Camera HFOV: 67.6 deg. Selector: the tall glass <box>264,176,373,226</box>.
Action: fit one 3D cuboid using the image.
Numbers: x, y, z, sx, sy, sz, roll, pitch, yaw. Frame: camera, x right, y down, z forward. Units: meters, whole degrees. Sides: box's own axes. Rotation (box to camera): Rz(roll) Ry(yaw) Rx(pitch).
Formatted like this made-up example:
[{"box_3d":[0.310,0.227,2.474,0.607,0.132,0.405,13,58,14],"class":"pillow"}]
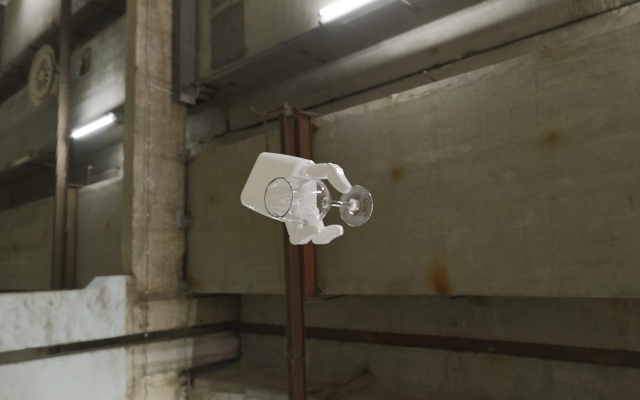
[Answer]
[{"box_3d":[0.001,0.003,0.793,0.079,0.079,0.201,0,-4,40],"class":"tall glass"}]
